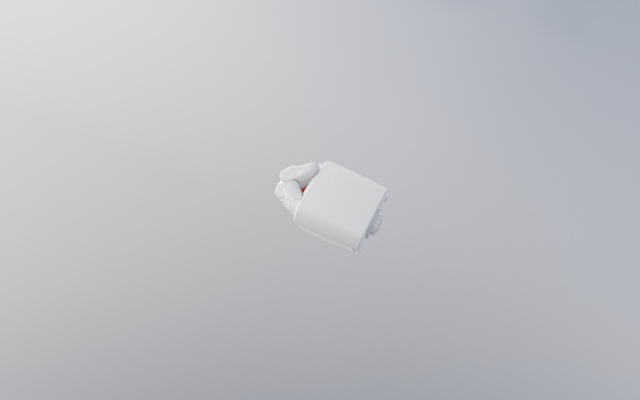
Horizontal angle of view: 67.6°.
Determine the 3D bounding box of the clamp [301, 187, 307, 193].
[{"bbox_3d":[0.000,0.002,0.837,0.120,0.039,0.171,28,-2,10],"label":"clamp"}]
